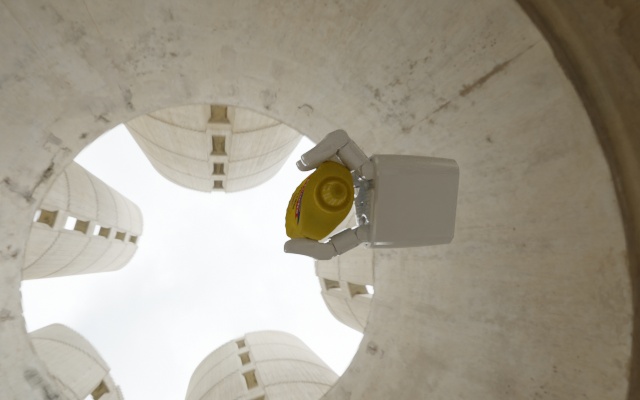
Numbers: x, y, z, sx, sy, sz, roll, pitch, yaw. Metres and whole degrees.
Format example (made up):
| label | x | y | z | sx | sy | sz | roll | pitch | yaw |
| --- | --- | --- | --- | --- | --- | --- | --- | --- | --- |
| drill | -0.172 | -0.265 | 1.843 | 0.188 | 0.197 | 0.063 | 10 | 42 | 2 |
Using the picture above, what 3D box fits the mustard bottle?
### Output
| label | x | y | z | sx | sy | sz | roll | pitch | yaw |
| --- | --- | --- | --- | --- | --- | --- | --- | --- | --- |
| mustard bottle | 0.000 | 0.002 | 0.580 | 0.058 | 0.096 | 0.191 | 24 | -11 | -8 |
